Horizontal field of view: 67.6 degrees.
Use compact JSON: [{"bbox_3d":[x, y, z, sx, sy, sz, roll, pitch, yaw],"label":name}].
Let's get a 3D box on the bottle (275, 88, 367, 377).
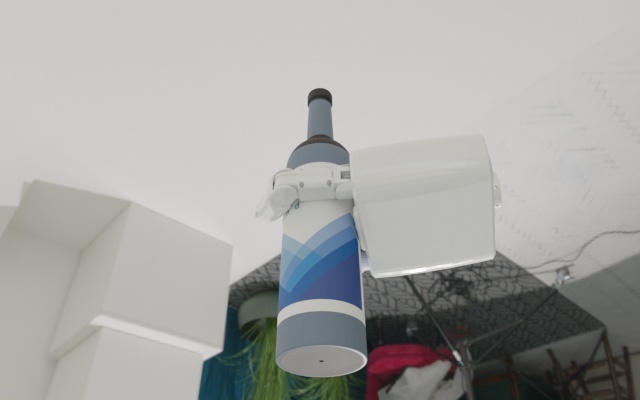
[{"bbox_3d":[0.000,0.002,0.435,0.069,0.295,0.069,0,-38,0],"label":"bottle"}]
